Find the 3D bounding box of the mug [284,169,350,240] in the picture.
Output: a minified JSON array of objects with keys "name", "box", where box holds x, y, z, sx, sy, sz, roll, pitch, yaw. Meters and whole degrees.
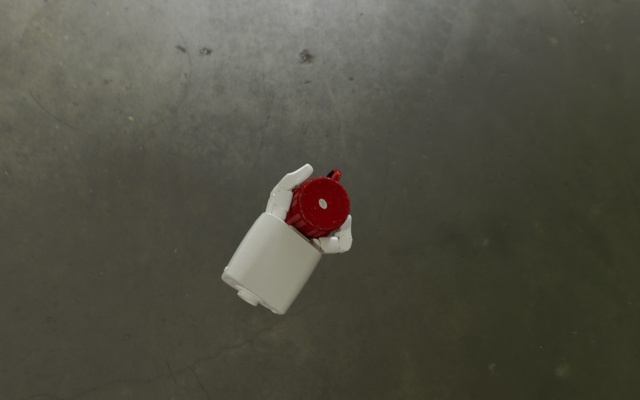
[{"name":"mug","box":[0.001,0.001,0.723,0.093,0.117,0.081,34,-20,-9]}]
